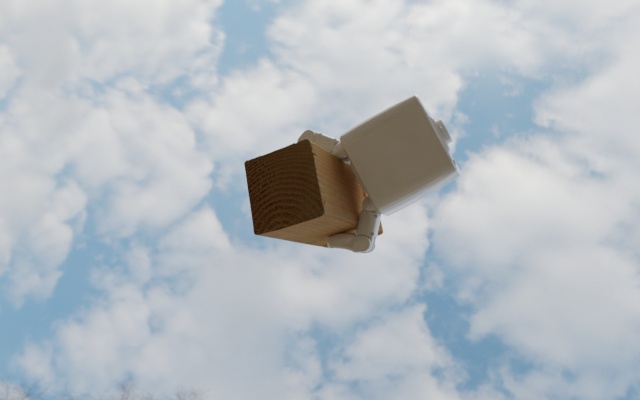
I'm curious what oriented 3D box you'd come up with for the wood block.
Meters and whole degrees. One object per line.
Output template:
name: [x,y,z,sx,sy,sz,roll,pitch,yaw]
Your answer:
wood block: [0.001,0.002,0.615,0.090,0.090,0.206,-17,-16,22]
